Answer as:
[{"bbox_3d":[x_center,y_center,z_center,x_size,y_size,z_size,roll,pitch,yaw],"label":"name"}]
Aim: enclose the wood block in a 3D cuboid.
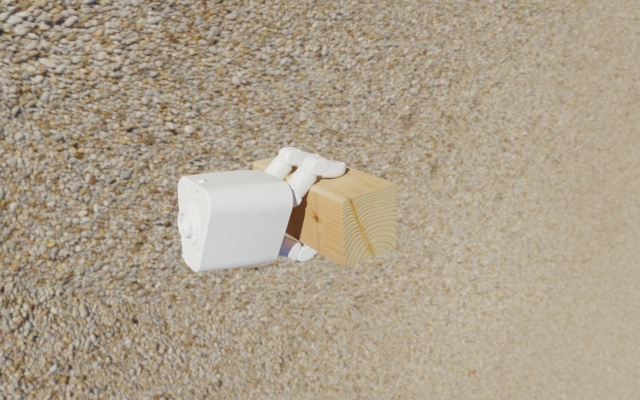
[{"bbox_3d":[0.000,0.003,0.650,0.090,0.091,0.206,-18,27,-33],"label":"wood block"}]
